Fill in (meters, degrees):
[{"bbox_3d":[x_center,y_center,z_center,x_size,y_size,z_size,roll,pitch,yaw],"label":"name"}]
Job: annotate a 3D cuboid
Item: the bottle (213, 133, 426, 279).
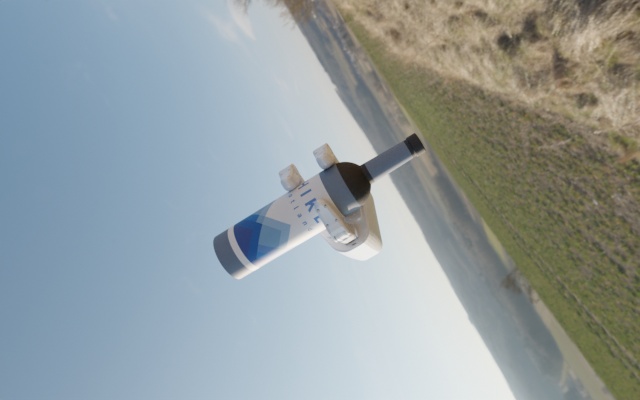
[{"bbox_3d":[0.000,0.002,0.619,0.296,0.069,0.069,-31,-6,9],"label":"bottle"}]
